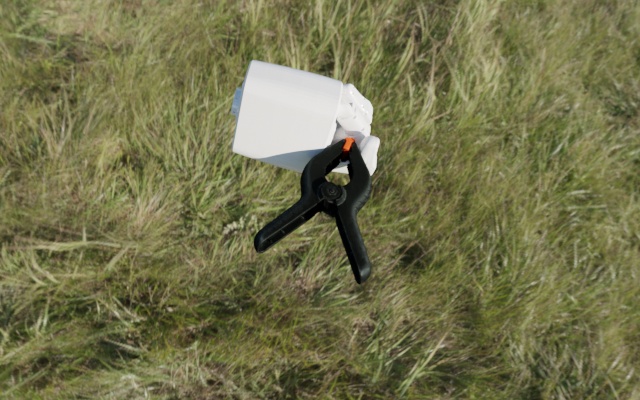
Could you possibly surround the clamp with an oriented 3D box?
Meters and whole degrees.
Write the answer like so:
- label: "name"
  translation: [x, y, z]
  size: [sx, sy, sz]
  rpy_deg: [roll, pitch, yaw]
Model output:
- label: "clamp"
  translation: [0.000, 0.001, 0.512]
  size: [0.120, 0.171, 0.039]
  rpy_deg: [13, -35, -6]
